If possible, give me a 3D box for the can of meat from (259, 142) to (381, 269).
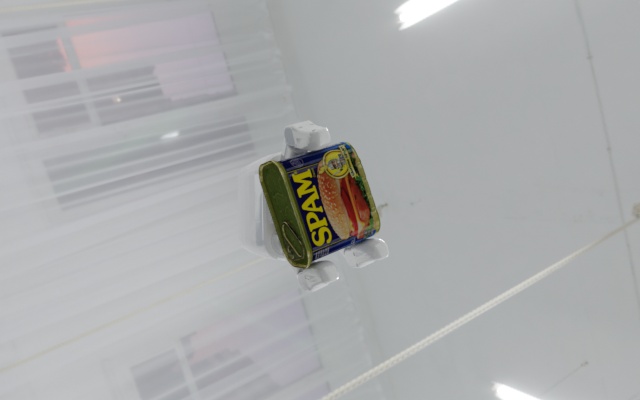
[{"bbox_3d":[0.000,0.001,0.452,0.084,0.102,0.057,-20,4,-26],"label":"can of meat"}]
